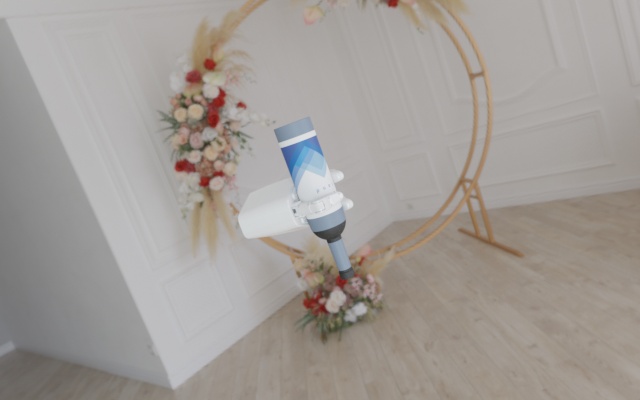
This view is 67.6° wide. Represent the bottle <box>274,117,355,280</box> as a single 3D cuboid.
[{"bbox_3d":[0.000,0.003,0.847,0.069,0.296,0.069,-20,10,4],"label":"bottle"}]
